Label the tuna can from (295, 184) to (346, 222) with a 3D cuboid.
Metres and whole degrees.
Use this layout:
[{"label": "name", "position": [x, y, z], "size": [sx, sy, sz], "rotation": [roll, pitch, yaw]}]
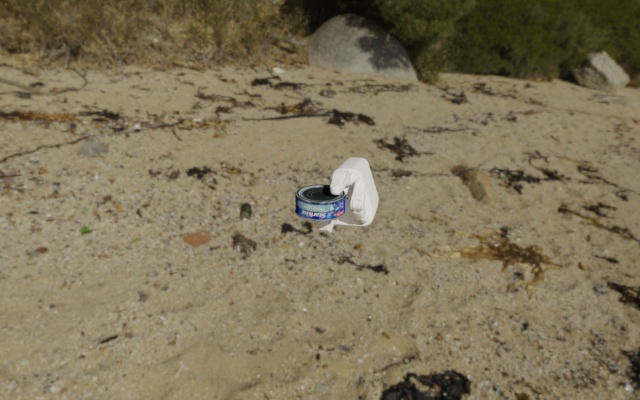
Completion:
[{"label": "tuna can", "position": [0.000, 0.002, 0.795], "size": [0.086, 0.034, 0.086], "rotation": [1, 22, 0]}]
